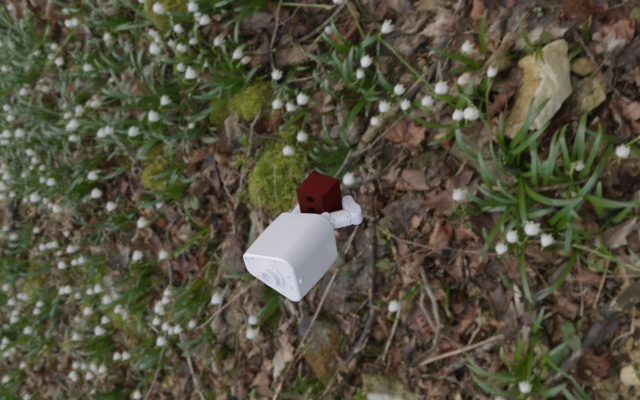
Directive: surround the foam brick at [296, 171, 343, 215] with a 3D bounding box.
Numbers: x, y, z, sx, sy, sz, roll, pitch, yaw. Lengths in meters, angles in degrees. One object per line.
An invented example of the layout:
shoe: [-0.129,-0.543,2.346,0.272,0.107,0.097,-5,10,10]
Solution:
foam brick: [0.000,0.002,0.783,0.053,0.078,0.051,17,45,30]
